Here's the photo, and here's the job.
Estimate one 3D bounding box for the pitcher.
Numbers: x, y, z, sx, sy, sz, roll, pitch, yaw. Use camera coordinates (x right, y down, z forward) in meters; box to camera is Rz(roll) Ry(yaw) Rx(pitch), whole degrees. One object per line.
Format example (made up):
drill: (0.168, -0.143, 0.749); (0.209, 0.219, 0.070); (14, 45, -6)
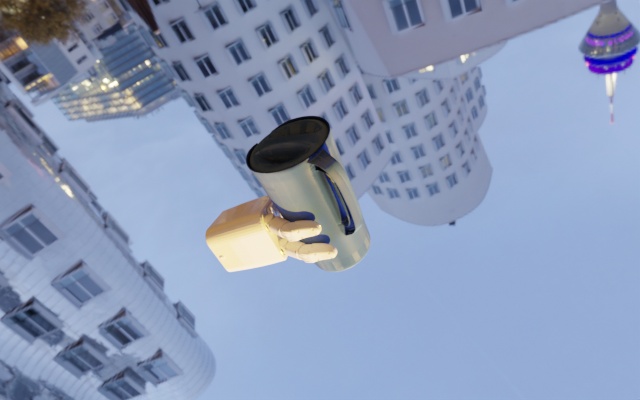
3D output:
pitcher: (0.000, 0.002, 0.747); (0.145, 0.243, 0.149); (-16, 37, 16)
